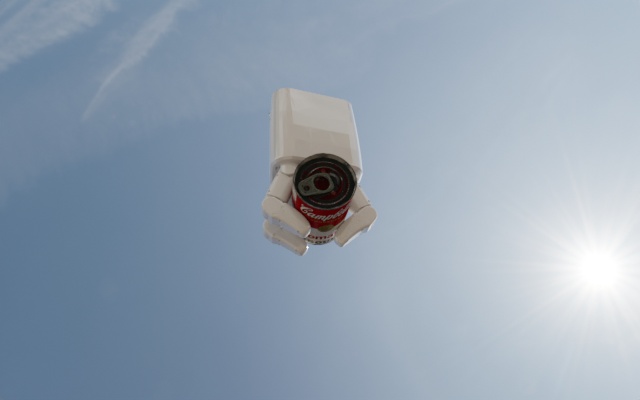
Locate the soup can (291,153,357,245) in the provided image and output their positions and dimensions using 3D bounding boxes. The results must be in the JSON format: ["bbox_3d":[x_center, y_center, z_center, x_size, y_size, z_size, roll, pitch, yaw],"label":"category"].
[{"bbox_3d":[0.000,0.002,0.543,0.068,0.068,0.102,0,-27,-6],"label":"soup can"}]
